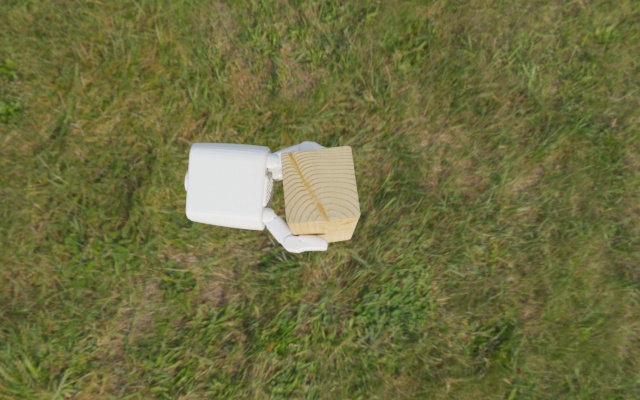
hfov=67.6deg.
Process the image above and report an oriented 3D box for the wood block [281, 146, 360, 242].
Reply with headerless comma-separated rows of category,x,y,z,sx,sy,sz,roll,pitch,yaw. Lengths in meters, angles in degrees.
wood block,0.000,0.003,0.673,0.090,0.090,0.206,-6,-12,-1
